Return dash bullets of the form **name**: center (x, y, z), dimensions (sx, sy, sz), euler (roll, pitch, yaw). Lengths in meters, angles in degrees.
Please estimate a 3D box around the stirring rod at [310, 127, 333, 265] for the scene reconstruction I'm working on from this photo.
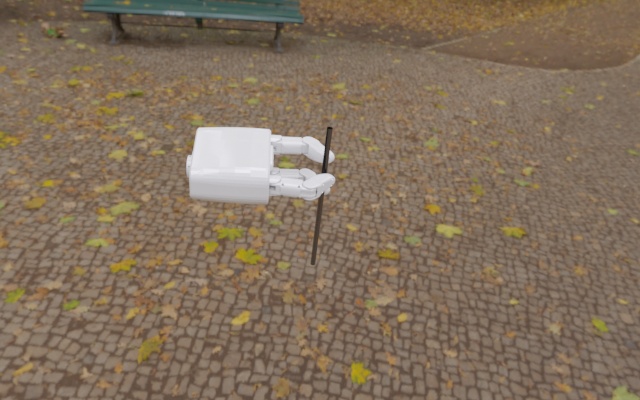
- **stirring rod**: center (0.000, 0.002, 0.711), dimensions (0.011, 0.240, 0.011), euler (5, 33, -3)
